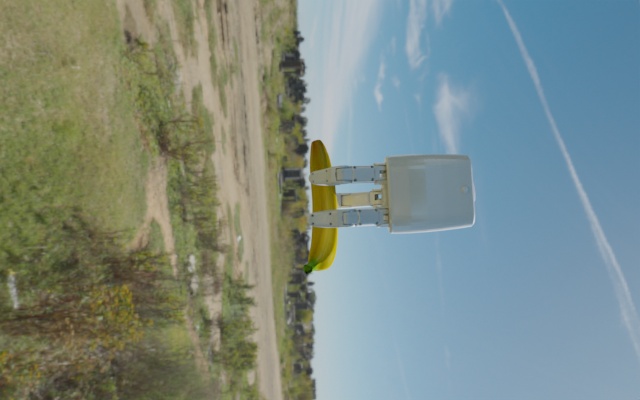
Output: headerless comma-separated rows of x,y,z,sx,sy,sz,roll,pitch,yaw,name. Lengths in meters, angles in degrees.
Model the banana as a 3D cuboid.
0.003,0.014,0.648,0.037,0.197,0.070,-4,-28,9,banana
